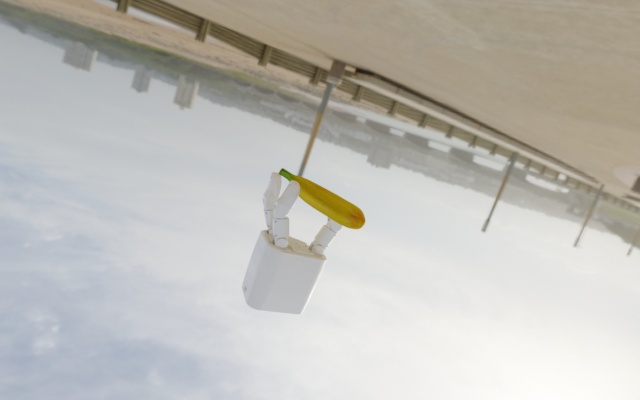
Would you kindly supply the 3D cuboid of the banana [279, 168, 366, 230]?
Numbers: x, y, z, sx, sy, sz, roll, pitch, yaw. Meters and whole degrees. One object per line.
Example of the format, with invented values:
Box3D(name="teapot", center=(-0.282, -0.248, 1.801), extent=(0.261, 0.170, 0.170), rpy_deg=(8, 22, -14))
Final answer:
Box3D(name="banana", center=(0.011, 0.005, 0.719), extent=(0.070, 0.037, 0.197), rpy_deg=(19, 8, -45))
